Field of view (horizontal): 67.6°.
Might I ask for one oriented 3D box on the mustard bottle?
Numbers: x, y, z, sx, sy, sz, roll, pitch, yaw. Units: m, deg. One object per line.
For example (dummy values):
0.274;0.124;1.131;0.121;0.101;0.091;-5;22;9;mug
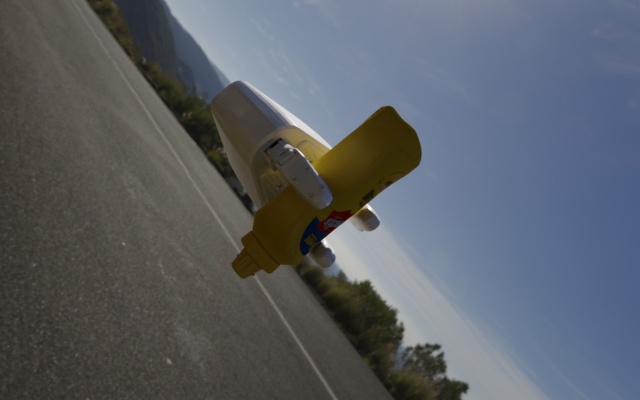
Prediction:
0.000;0.001;0.424;0.191;0.058;0.096;-39;-14;-3;mustard bottle
